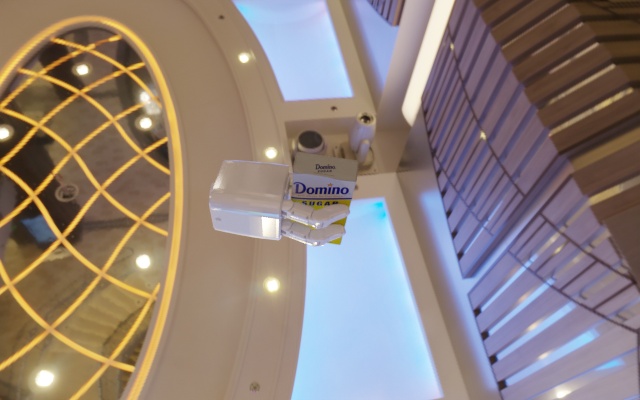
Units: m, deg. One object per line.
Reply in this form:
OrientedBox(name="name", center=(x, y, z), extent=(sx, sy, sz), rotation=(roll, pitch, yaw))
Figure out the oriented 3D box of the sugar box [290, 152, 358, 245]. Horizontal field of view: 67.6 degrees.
OrientedBox(name="sugar box", center=(0.000, 0.003, 0.743), extent=(0.093, 0.048, 0.176), rotation=(8, -34, 0))
